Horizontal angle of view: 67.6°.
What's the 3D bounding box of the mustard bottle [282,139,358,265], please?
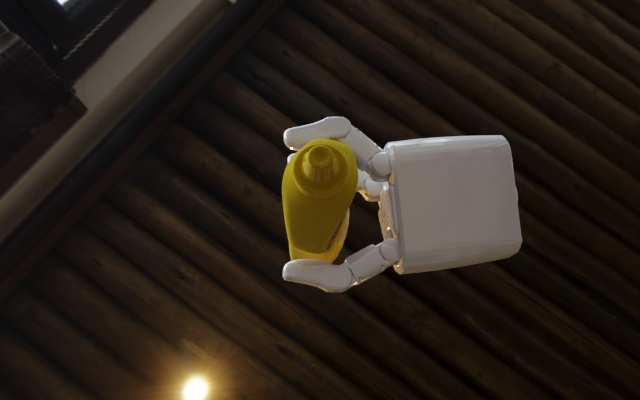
[{"bbox_3d":[0.000,0.001,0.417,0.058,0.096,0.192,17,-18,5],"label":"mustard bottle"}]
